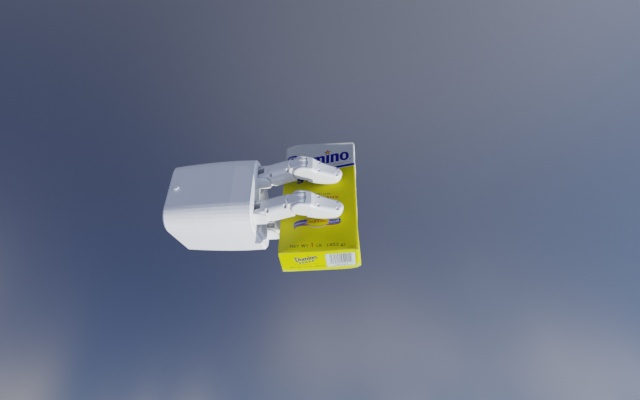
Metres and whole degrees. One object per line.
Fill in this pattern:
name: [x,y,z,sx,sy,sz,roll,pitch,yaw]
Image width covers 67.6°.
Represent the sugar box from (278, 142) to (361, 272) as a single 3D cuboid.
sugar box: [0.000,0.002,0.594,0.093,0.176,0.048,-3,-38,4]
